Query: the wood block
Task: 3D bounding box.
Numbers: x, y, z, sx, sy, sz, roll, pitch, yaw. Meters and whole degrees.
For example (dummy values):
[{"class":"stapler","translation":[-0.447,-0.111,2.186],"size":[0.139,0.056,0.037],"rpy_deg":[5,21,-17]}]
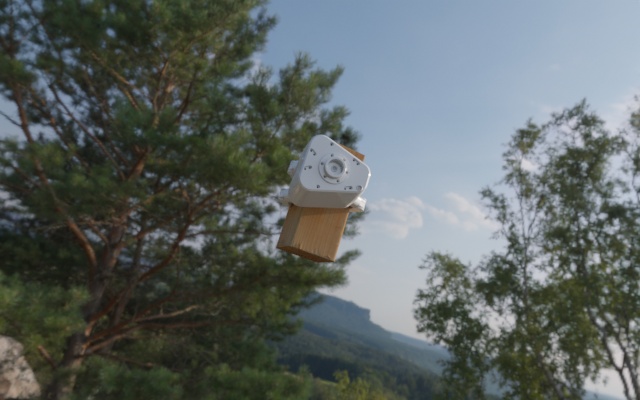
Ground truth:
[{"class":"wood block","translation":[0.001,0.003,0.882],"size":[0.091,0.206,0.090],"rpy_deg":[22,-15,-17]}]
